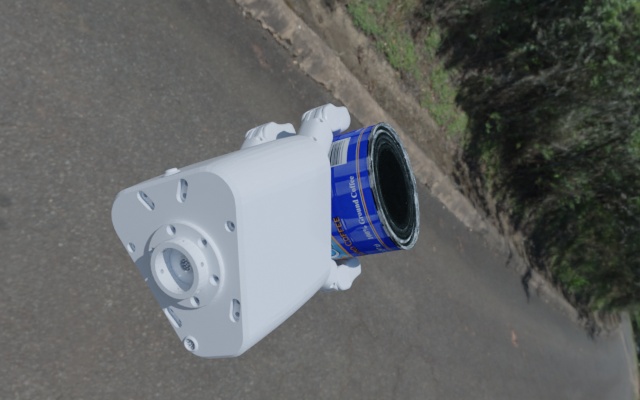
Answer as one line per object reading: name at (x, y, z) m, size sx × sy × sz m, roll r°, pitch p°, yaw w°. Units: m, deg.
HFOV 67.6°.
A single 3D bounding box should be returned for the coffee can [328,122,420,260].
coffee can at (0.000, 0.001, 0.406) m, size 0.140 × 0.103 × 0.103 m, roll -12°, pitch -6°, yaw 27°
